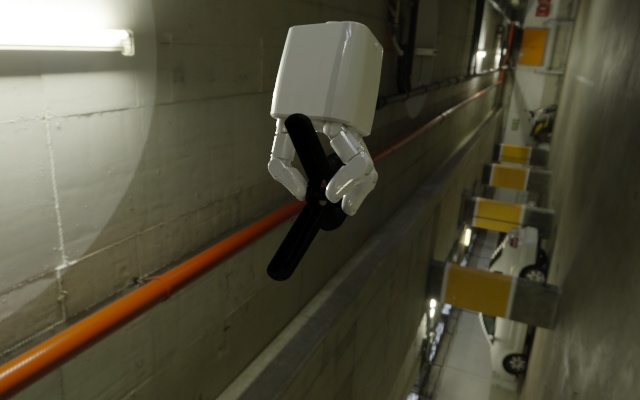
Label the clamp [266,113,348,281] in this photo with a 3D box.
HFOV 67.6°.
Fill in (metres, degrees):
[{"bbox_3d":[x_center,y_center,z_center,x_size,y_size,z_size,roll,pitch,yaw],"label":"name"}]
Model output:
[{"bbox_3d":[0.000,0.001,0.543,0.036,0.164,0.210,12,2,22],"label":"clamp"}]
